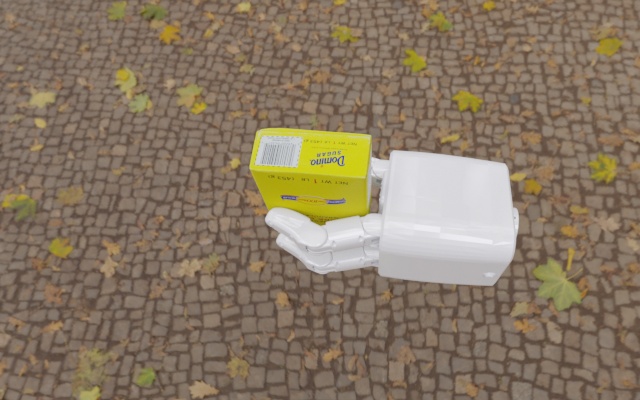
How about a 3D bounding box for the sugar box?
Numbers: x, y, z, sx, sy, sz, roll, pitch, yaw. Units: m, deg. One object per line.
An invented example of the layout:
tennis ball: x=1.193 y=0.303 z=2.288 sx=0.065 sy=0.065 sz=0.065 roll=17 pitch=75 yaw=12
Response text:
sugar box: x=0.000 y=0.002 z=0.442 sx=0.093 sy=0.048 sz=0.176 roll=5 pitch=-28 yaw=9
